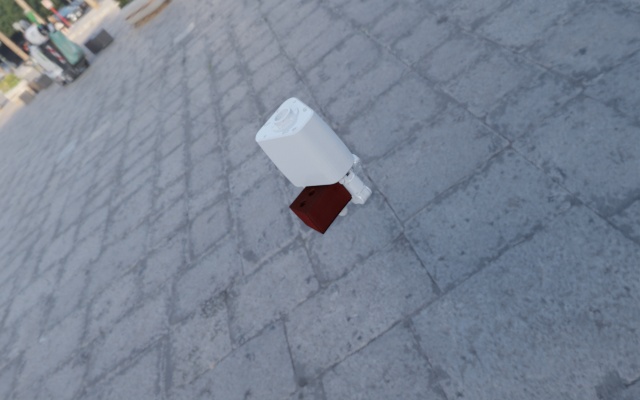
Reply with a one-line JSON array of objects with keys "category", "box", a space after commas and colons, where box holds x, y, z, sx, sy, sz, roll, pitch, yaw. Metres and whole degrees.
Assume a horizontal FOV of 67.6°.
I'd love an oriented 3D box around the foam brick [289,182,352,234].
[{"category": "foam brick", "box": [0.000, 0.003, 0.747, 0.051, 0.078, 0.053, 47, -16, -34]}]
